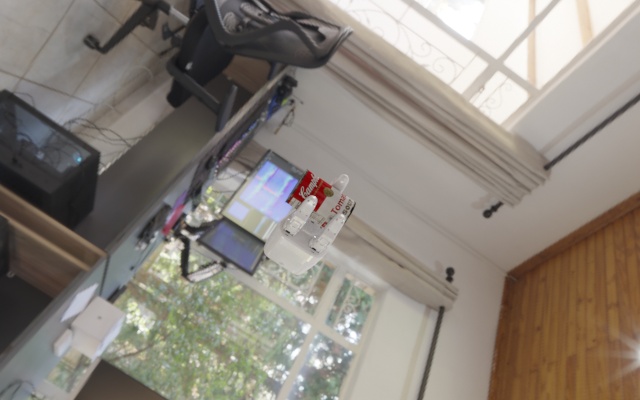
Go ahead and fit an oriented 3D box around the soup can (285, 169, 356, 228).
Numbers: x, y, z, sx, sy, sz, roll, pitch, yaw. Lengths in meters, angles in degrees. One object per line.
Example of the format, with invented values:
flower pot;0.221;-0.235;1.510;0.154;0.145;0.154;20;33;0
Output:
soup can;0.001;0.003;0.809;0.102;0.068;0.068;34;-3;-4
